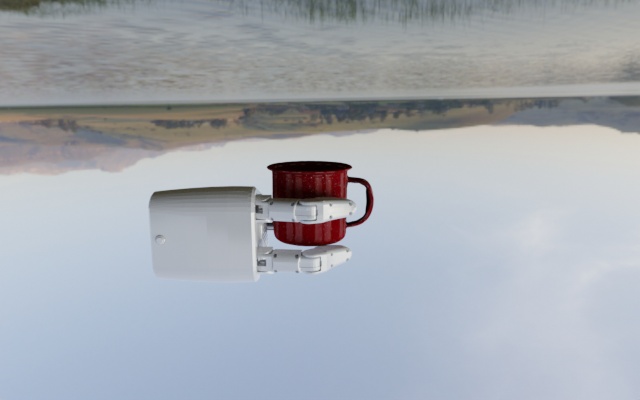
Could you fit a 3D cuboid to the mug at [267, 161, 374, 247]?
[{"bbox_3d":[0.002,0.002,0.527,0.117,0.081,0.093,0,11,2],"label":"mug"}]
